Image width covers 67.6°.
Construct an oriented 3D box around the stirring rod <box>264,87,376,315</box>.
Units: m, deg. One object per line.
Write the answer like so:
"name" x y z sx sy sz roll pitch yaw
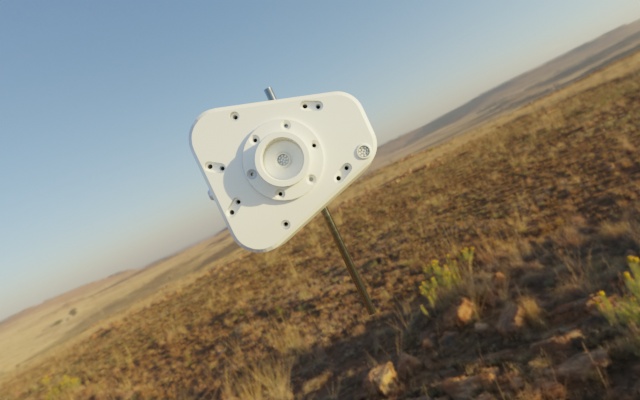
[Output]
"stirring rod" 0.000 0.002 0.463 0.011 0.239 0.011 -25 2 1
